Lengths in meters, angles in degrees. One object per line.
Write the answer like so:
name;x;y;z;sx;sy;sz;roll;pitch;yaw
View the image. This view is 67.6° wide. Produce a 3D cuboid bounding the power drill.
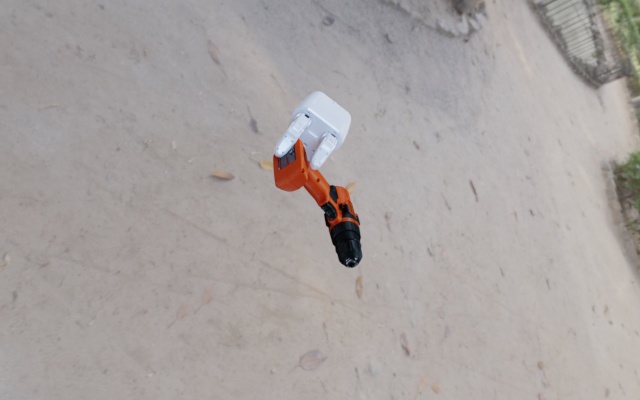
power drill;0.000;0.002;0.779;0.057;0.188;0.184;-31;36;14
